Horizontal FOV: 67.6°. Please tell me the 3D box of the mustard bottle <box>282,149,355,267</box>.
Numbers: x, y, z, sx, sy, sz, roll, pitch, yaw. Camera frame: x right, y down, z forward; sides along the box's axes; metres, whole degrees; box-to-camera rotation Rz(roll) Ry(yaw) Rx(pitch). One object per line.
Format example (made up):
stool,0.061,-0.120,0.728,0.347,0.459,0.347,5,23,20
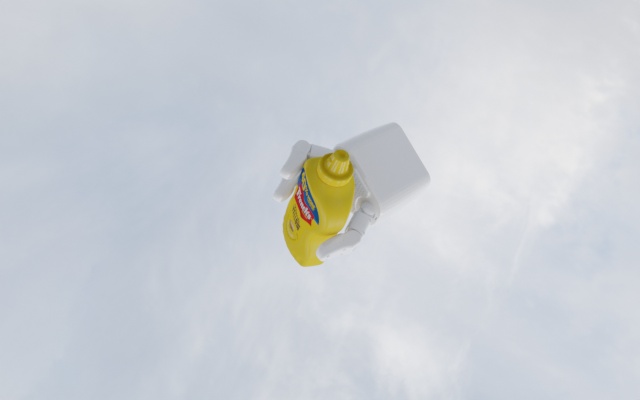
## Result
mustard bottle,0.000,0.002,0.598,0.058,0.096,0.192,-4,-31,-20
